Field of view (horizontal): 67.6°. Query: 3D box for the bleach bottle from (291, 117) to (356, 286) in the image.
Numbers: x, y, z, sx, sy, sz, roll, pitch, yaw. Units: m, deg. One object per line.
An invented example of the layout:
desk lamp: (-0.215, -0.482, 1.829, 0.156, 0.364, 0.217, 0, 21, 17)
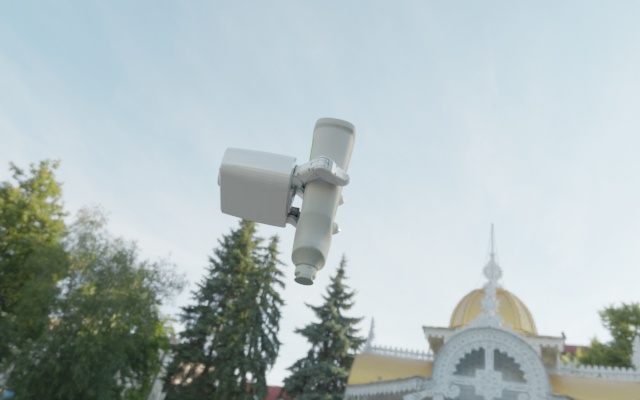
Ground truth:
bleach bottle: (0.000, 0.002, 0.711, 0.068, 0.250, 0.103, 11, -32, 3)
